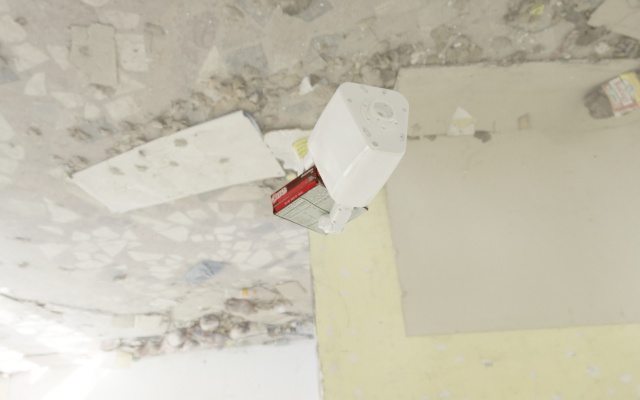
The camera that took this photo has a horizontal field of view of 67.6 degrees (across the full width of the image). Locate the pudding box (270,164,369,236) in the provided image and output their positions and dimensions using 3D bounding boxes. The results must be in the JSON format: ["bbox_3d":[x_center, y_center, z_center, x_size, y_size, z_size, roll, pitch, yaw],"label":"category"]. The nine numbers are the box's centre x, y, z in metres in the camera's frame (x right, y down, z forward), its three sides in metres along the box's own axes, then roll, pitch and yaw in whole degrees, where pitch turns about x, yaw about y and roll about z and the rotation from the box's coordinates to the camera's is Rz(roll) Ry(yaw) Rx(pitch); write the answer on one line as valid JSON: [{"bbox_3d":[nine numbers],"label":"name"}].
[{"bbox_3d":[0.000,0.002,0.674,0.090,0.039,0.113,-32,-40,30],"label":"pudding box"}]
